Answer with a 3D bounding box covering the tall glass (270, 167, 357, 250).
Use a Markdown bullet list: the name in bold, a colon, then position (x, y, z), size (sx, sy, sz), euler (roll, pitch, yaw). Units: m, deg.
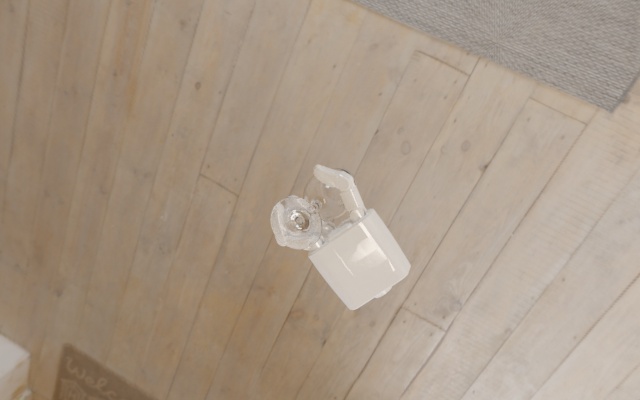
- **tall glass**: position (0.000, 0.002, 0.723), size (0.079, 0.079, 0.201), euler (0, 17, 20)
